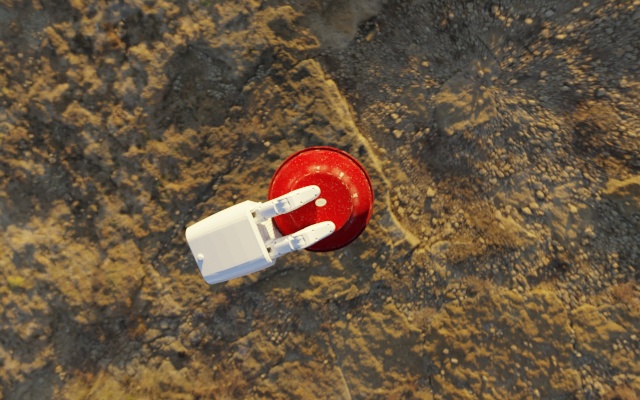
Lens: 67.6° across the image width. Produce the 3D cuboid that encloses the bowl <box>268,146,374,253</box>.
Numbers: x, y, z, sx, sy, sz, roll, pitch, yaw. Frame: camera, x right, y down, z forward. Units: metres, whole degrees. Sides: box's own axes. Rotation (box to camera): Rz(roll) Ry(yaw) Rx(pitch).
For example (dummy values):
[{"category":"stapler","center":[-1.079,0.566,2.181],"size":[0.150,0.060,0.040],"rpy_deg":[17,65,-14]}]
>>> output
[{"category":"bowl","center":[0.001,0.002,0.697],"size":[0.162,0.162,0.055],"rpy_deg":[0,6,1]}]
